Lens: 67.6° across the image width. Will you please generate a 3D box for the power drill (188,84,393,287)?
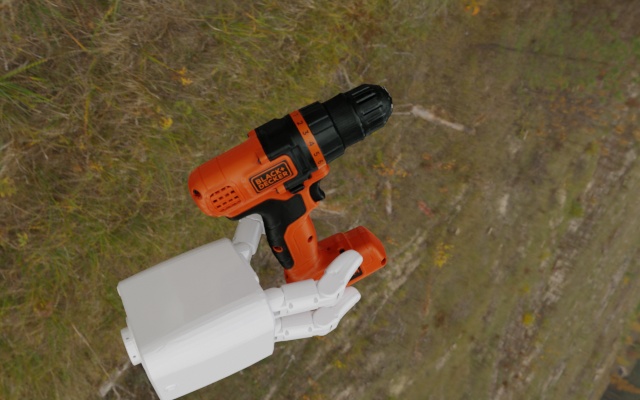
[{"bbox_3d":[0.000,0.002,0.443,0.184,0.188,0.057,-27,38,0],"label":"power drill"}]
